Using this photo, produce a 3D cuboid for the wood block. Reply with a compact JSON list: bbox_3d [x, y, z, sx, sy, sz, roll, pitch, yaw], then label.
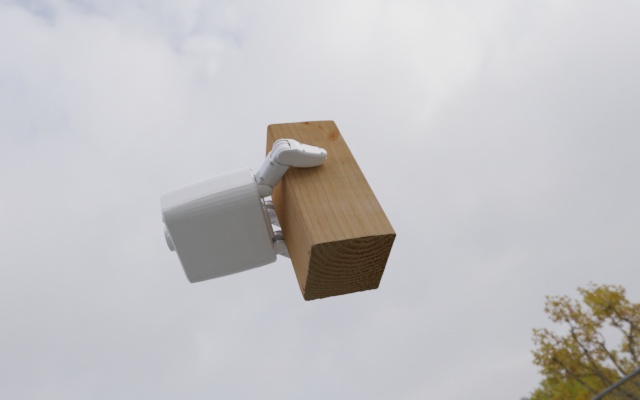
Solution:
[{"bbox_3d":[0.000,0.002,0.557,0.090,0.091,0.206,-6,44,-17],"label":"wood block"}]
